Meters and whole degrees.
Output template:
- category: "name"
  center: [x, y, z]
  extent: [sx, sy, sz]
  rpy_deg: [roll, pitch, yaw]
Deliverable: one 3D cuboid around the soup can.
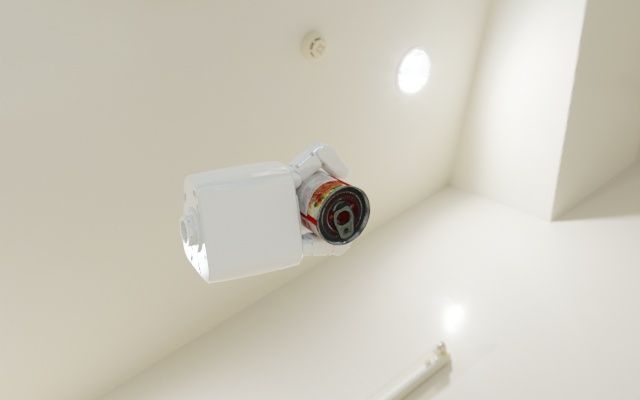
- category: "soup can"
  center: [0.000, 0.002, 0.551]
  extent: [0.068, 0.068, 0.102]
  rpy_deg: [0, 18, -33]
